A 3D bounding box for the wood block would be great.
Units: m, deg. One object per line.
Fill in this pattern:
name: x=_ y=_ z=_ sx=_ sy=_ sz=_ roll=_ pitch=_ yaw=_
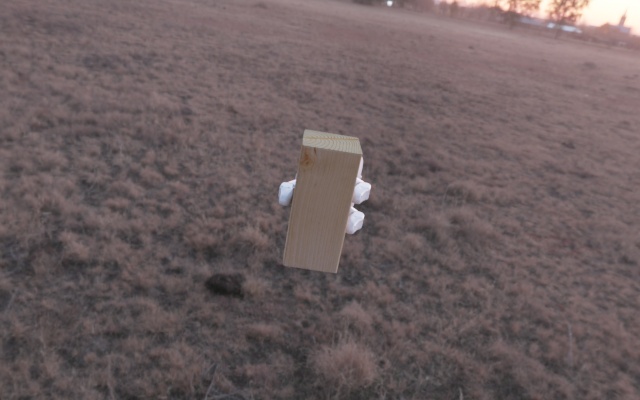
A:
wood block: x=0.000 y=0.002 z=0.769 sx=0.091 sy=0.206 sz=0.090 roll=9 pitch=23 yaw=-4
